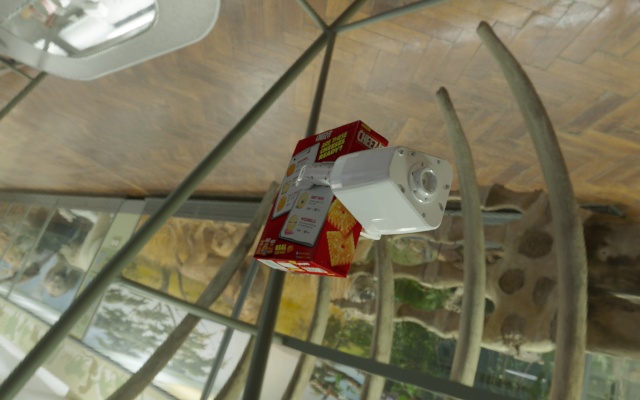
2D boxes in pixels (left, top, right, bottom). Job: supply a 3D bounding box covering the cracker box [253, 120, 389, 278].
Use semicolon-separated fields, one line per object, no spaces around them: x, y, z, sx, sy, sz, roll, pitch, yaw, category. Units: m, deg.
0.000;0.002;0.712;0.072;0.213;0.164;30;-21;-29;cracker box
